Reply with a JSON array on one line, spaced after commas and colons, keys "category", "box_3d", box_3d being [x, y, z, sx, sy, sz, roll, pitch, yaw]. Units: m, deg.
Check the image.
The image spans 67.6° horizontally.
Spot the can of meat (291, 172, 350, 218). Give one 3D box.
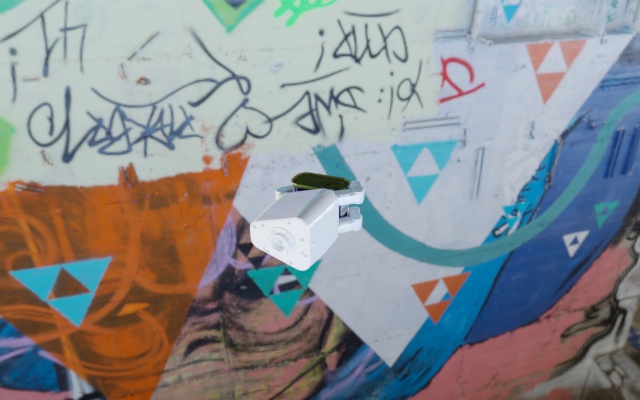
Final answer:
[{"category": "can of meat", "box_3d": [0.000, 0.003, 0.851, 0.102, 0.084, 0.057, 10, 28, 21]}]
